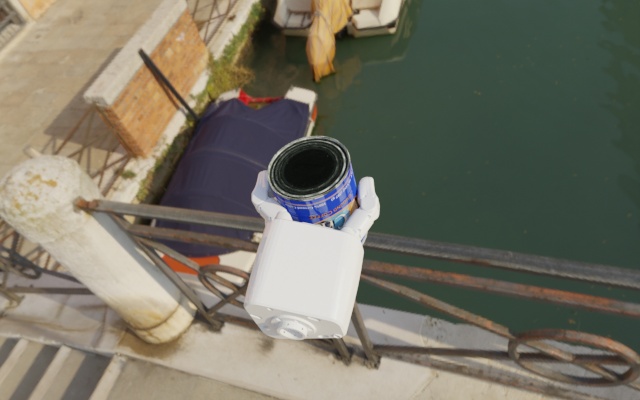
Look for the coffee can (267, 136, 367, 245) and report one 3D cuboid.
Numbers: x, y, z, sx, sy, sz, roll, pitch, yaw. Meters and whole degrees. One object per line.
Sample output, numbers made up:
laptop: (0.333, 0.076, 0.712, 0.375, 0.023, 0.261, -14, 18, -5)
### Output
coffee can: (0.000, 0.002, 0.617, 0.103, 0.102, 0.140, 0, -38, 16)
